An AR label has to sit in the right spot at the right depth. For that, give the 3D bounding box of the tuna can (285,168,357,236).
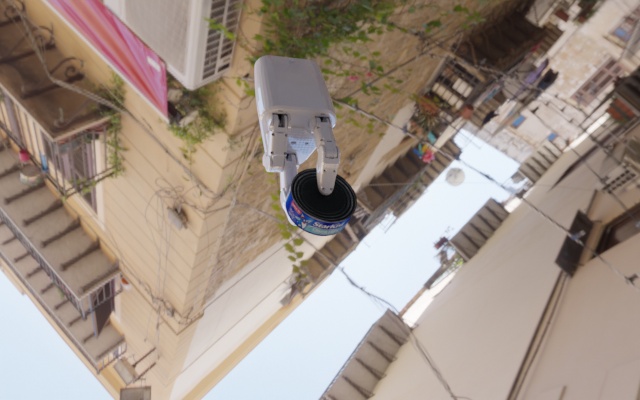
[{"bbox_3d":[0.000,0.002,0.597,0.086,0.086,0.034,0,-39,-23],"label":"tuna can"}]
